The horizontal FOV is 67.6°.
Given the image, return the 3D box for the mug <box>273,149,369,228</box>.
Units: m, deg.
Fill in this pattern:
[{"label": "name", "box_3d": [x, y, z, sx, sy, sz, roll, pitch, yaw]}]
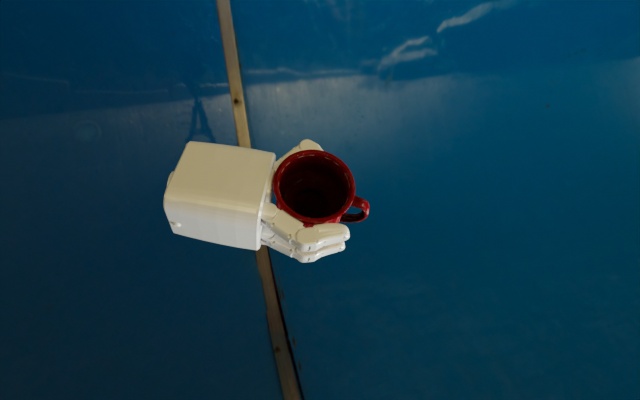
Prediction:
[{"label": "mug", "box_3d": [0.001, 0.002, 0.571, 0.117, 0.093, 0.081, 12, -27, -2]}]
